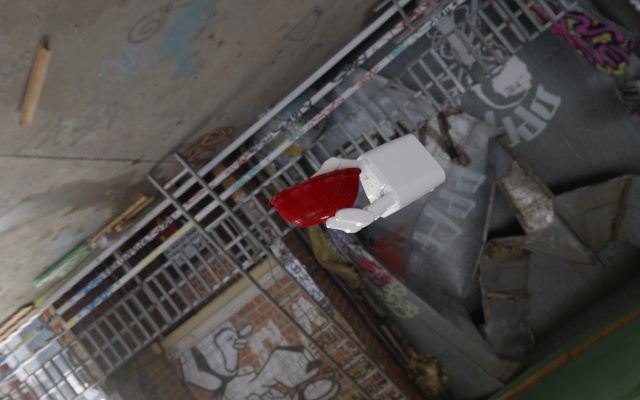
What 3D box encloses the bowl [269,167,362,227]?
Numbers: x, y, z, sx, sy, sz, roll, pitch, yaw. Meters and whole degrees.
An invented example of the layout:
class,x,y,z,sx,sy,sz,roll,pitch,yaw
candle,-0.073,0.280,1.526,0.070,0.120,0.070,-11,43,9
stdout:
class,x,y,z,sx,sy,sz,roll,pitch,yaw
bowl,-0.001,0.003,0.778,0.162,0.055,0.162,-19,-9,-3
